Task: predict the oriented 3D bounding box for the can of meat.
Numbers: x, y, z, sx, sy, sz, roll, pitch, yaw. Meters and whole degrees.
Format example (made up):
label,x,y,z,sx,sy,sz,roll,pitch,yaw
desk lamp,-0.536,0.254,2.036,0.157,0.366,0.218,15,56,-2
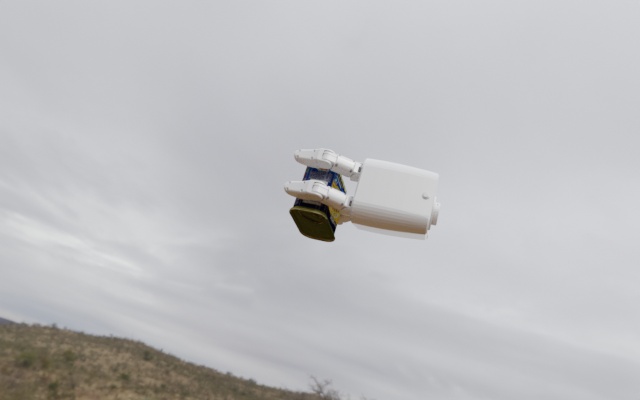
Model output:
label,x,y,z,sx,sy,sz,roll,pitch,yaw
can of meat,0.000,0.002,0.715,0.057,0.084,0.102,10,-26,18
